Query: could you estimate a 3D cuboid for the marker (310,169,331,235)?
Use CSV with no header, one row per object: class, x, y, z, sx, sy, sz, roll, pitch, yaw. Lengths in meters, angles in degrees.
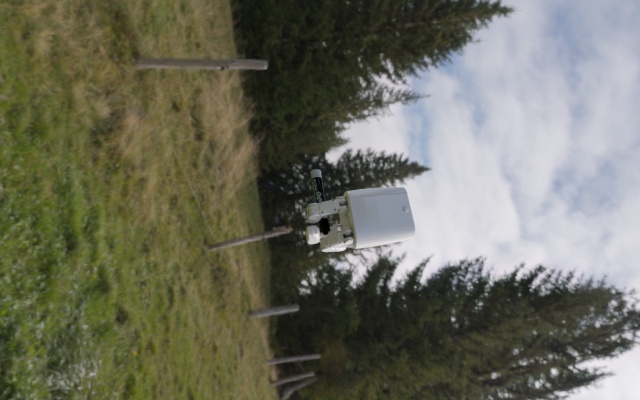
marker,0.000,0.003,0.857,0.020,0.121,0.020,-9,-18,-3
